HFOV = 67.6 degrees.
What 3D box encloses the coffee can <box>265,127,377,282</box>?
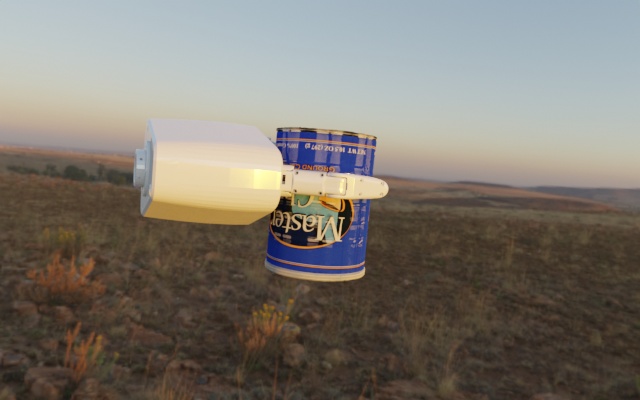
[{"bbox_3d":[0.000,0.002,0.486,0.103,0.140,0.103,5,4,0],"label":"coffee can"}]
